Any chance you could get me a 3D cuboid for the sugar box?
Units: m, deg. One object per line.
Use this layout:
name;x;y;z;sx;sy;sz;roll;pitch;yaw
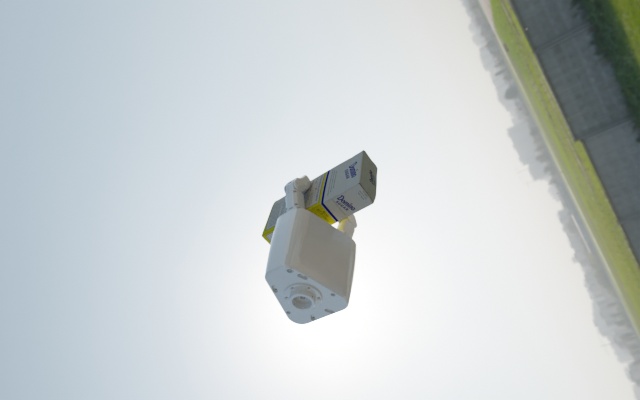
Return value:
sugar box;0.000;0.003;0.704;0.176;0.048;0.093;-26;28;26
